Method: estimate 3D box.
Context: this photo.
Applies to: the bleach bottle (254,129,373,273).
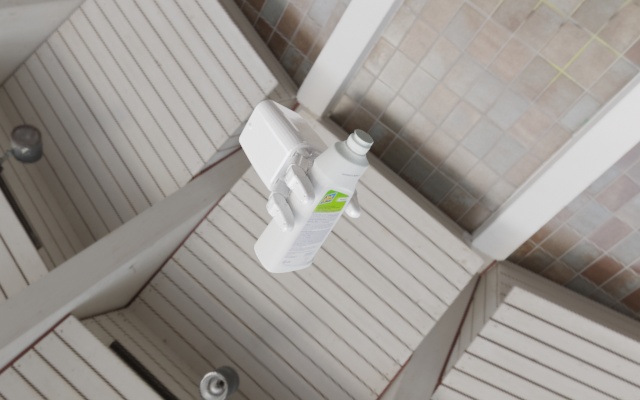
[{"bbox_3d":[0.000,0.002,0.691,0.102,0.068,0.251,-5,-39,-47],"label":"bleach bottle"}]
